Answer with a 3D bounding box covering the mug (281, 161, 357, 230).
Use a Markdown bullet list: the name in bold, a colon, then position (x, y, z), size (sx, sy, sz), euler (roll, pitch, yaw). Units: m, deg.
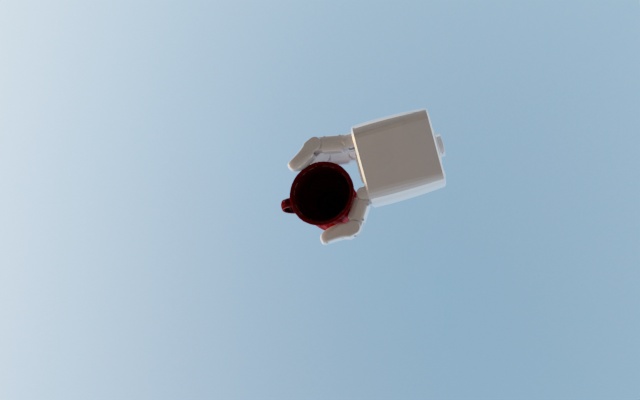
- **mug**: position (-0.001, 0.003, 0.702), size (0.117, 0.093, 0.081), euler (-13, -18, 12)
